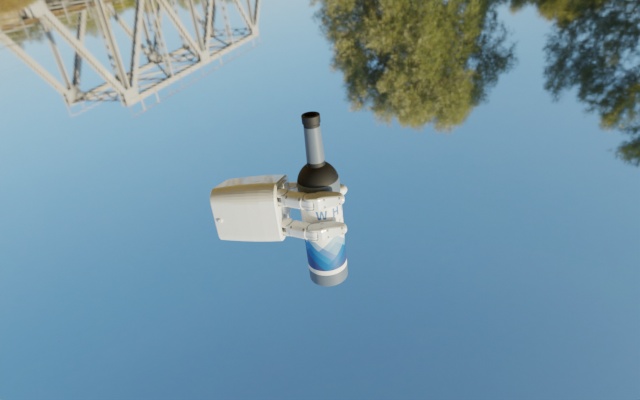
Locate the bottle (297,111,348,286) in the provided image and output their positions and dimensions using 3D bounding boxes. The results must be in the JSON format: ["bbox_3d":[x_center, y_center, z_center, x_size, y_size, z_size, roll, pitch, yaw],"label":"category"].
[{"bbox_3d":[0.000,0.003,0.762,0.069,0.296,0.069,-5,30,3],"label":"bottle"}]
